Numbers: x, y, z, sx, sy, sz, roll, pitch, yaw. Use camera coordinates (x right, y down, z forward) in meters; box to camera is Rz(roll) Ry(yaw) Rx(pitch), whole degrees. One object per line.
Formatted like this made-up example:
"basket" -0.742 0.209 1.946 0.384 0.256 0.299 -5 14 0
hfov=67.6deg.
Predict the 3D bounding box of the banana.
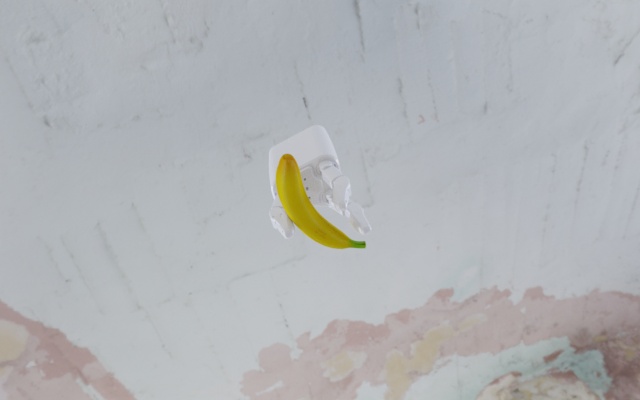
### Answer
"banana" -0.014 0.012 0.666 0.069 0.037 0.198 -27 -53 21
